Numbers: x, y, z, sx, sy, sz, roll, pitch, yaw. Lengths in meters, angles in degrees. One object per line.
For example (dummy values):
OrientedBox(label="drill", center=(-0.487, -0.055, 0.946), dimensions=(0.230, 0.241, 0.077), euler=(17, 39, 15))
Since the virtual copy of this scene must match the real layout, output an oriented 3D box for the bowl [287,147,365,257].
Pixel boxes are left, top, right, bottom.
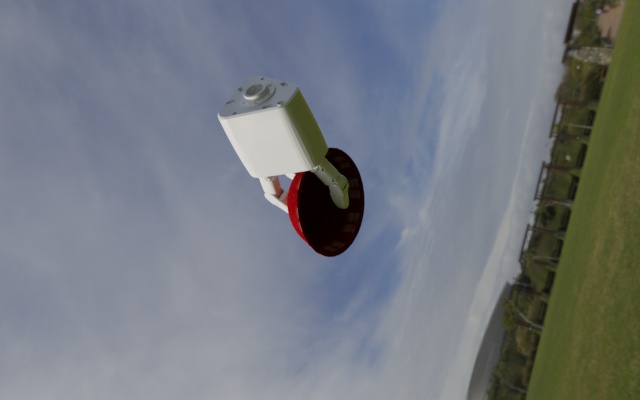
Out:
OrientedBox(label="bowl", center=(0.000, 0.003, 0.722), dimensions=(0.055, 0.162, 0.162), euler=(1, 0, 40))
